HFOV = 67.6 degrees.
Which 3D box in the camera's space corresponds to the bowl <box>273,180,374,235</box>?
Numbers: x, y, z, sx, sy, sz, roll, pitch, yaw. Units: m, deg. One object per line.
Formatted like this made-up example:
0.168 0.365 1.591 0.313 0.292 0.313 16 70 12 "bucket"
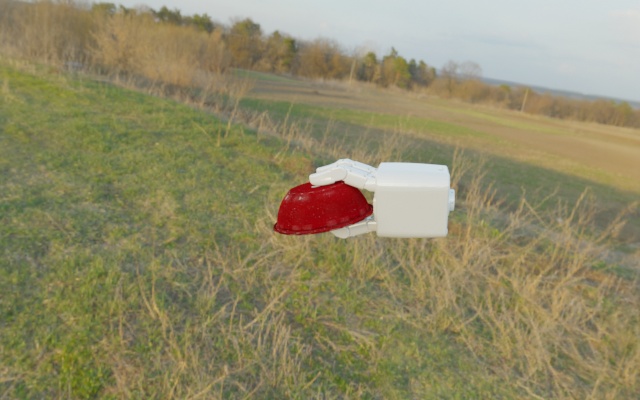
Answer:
-0.001 0.002 0.744 0.162 0.055 0.162 -11 12 3 "bowl"
